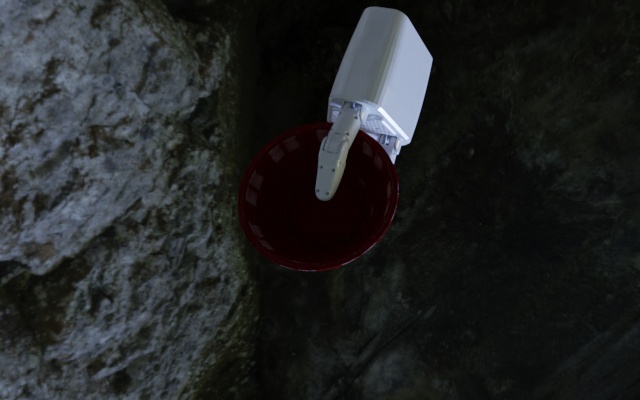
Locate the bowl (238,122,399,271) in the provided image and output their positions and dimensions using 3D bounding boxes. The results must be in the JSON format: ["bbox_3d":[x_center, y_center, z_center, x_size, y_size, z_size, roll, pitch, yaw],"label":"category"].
[{"bbox_3d":[-0.001,0.003,0.492,0.162,0.162,0.055,0,-24,12],"label":"bowl"}]
